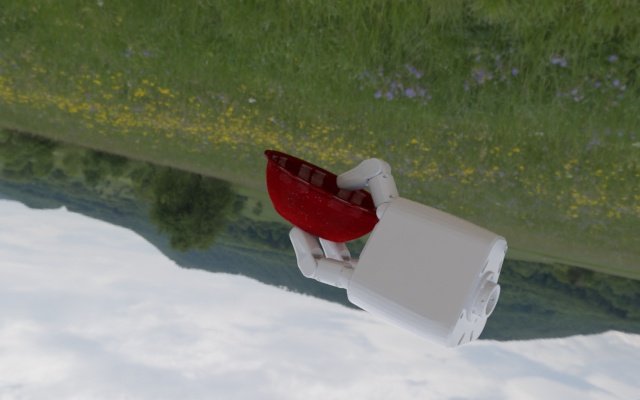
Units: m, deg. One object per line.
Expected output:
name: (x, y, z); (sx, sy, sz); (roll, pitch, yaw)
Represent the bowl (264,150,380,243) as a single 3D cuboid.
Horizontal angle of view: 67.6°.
bowl: (-0.001, 0.002, 0.539); (0.162, 0.055, 0.162); (26, 11, -5)
